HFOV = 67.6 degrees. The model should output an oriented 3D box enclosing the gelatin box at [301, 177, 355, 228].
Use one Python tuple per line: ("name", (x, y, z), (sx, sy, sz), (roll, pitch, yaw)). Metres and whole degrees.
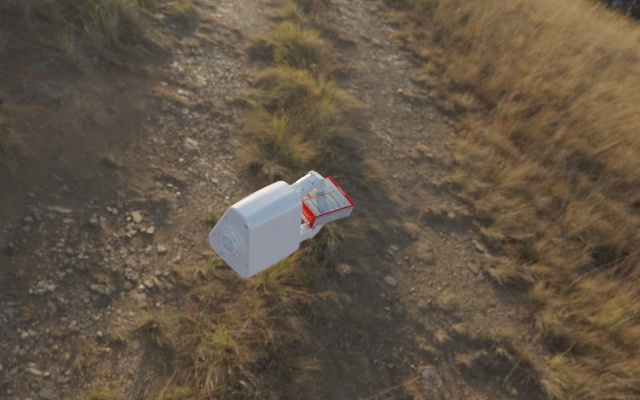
("gelatin box", (0.001, 0.002, 0.794), (0.089, 0.030, 0.073), (-17, 53, -35))
